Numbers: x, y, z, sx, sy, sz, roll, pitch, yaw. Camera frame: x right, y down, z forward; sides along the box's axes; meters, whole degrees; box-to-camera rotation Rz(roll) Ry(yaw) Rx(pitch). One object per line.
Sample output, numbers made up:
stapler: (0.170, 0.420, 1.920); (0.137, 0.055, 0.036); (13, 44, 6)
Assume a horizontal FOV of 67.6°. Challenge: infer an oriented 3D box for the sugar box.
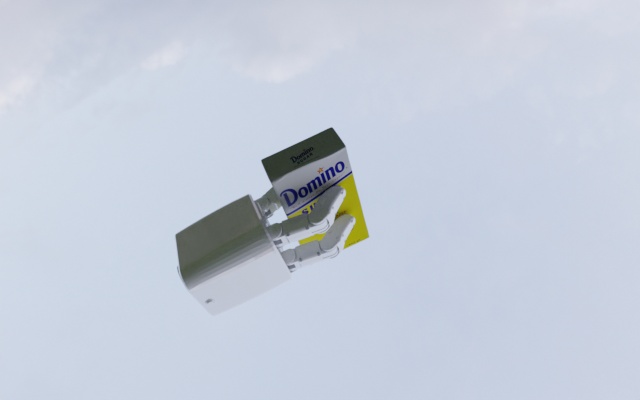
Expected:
sugar box: (0.000, 0.002, 0.588); (0.093, 0.048, 0.176); (-26, -39, -4)
